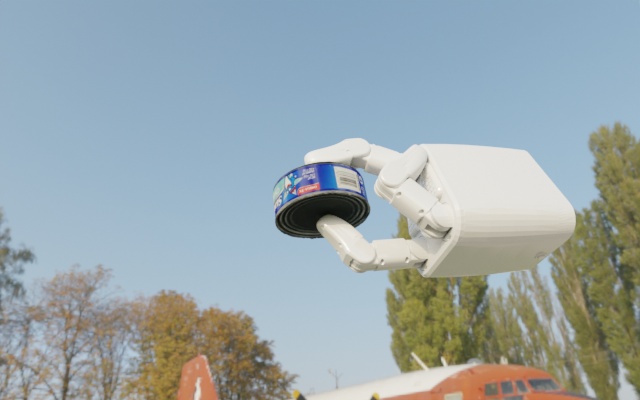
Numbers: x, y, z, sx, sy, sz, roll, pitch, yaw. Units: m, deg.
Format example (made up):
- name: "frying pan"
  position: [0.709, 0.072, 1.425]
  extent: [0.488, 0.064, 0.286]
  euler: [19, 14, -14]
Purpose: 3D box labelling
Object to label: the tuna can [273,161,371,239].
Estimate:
- name: "tuna can"
  position: [0.000, 0.001, 0.432]
  extent: [0.086, 0.033, 0.086]
  euler: [-7, -29, -4]
